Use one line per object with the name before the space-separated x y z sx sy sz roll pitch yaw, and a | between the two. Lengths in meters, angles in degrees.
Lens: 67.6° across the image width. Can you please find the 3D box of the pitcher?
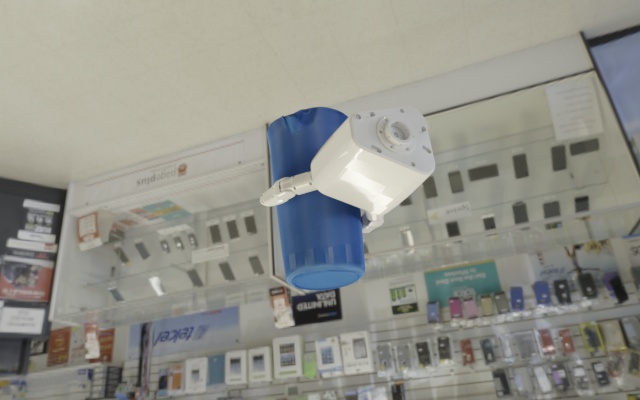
pitcher | 0.000 0.002 0.692 0.149 0.242 0.145 6 -28 -25
